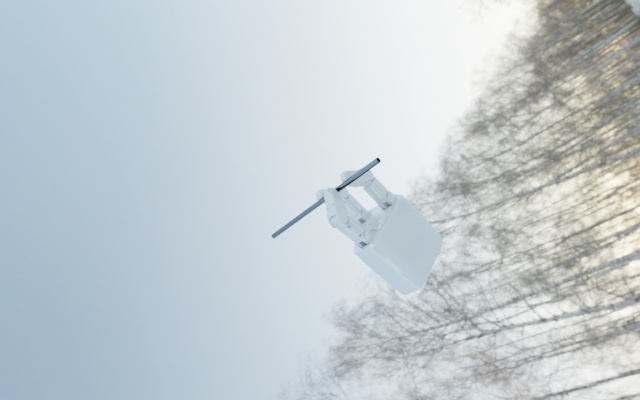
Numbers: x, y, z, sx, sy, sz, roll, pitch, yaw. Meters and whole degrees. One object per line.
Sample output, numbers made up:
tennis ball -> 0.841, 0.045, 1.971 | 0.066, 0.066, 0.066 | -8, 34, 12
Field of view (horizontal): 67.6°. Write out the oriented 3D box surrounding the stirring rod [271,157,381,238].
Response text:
stirring rod -> 0.000, 0.002, 0.707 | 0.011, 0.011, 0.240 | 0, -28, -46
